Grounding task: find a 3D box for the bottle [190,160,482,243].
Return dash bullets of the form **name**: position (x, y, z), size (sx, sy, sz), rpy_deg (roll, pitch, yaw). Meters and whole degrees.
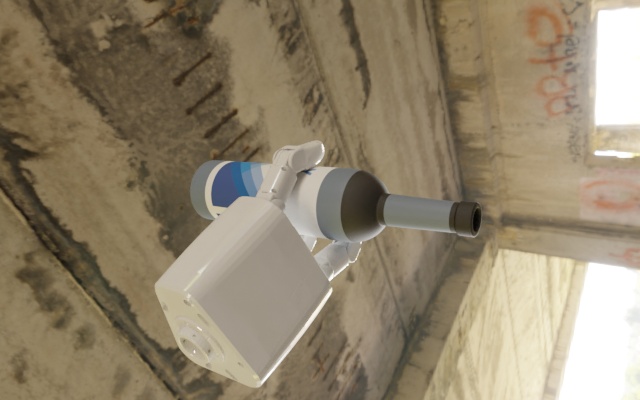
- **bottle**: position (0.000, 0.001, 0.451), size (0.295, 0.069, 0.069), rpy_deg (6, 4, 35)
